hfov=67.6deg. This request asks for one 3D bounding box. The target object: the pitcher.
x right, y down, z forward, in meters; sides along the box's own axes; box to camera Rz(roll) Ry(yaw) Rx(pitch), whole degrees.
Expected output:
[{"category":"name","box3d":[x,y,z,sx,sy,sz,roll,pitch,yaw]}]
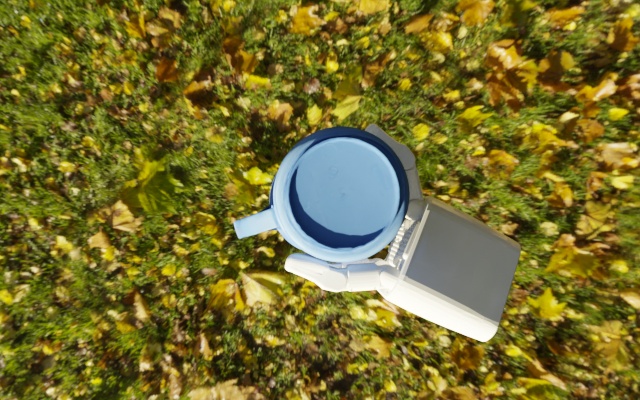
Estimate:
[{"category":"pitcher","box3d":[0.000,0.002,0.486,0.145,0.149,0.243,28,-3,-2]}]
